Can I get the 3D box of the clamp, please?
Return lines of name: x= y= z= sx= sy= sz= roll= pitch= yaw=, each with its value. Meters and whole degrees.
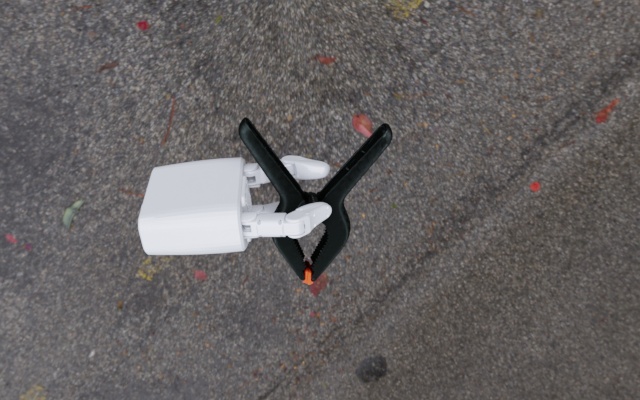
clamp: x=0.000 y=0.003 z=0.549 sx=0.164 sy=0.210 sz=0.036 roll=-4 pitch=27 yaw=-2
